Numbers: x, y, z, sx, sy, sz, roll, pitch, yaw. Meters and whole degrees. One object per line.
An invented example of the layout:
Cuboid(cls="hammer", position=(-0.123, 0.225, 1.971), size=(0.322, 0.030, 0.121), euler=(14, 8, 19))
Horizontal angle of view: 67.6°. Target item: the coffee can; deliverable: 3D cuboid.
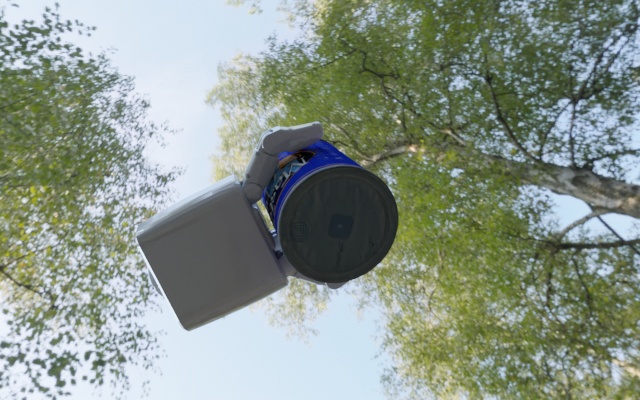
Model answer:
Cuboid(cls="coffee can", position=(0.000, 0.001, 0.455), size=(0.103, 0.103, 0.140), euler=(0, 17, -14))
